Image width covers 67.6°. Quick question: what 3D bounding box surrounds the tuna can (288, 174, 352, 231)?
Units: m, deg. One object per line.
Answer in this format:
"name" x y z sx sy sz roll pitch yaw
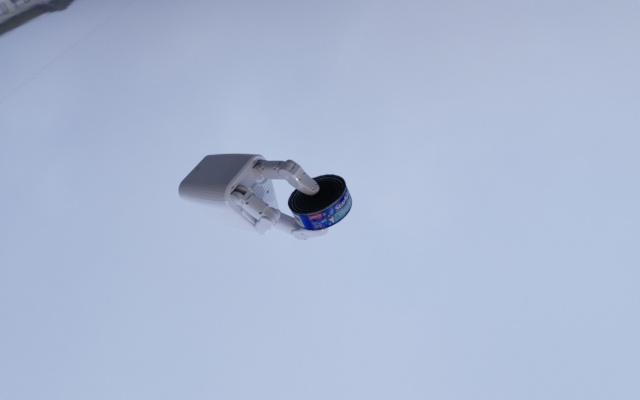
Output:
"tuna can" 0.000 0.003 0.663 0.086 0.034 0.086 -17 34 12
